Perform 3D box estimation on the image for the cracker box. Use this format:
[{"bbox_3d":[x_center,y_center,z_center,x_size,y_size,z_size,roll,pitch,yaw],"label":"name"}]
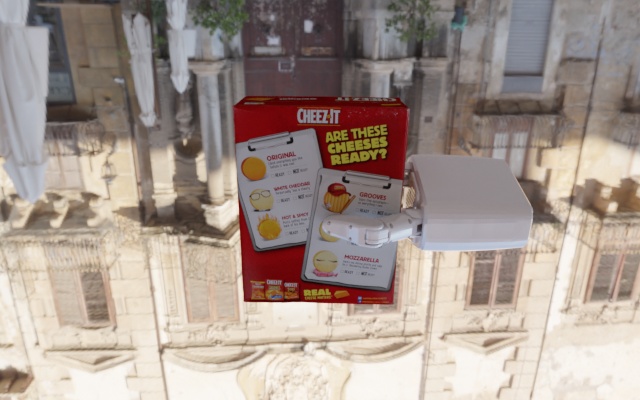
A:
[{"bbox_3d":[0.000,0.002,0.501,0.164,0.214,0.072,1,21,1],"label":"cracker box"}]
